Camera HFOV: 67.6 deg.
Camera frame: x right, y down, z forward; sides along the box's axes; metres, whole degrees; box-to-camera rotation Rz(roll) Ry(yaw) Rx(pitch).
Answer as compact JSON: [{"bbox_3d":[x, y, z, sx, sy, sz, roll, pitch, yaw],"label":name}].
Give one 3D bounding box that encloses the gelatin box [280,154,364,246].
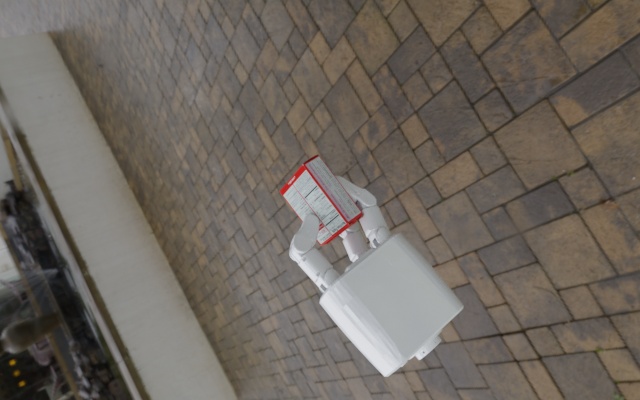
[{"bbox_3d":[0.000,0.002,0.561,0.030,0.089,0.073,-35,-5,-36],"label":"gelatin box"}]
